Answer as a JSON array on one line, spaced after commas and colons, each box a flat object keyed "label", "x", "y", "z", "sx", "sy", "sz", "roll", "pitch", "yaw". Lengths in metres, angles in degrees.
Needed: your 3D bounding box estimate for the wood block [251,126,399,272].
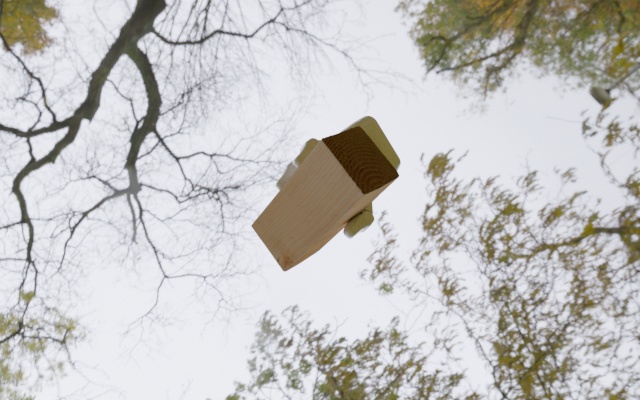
[{"label": "wood block", "x": 0.000, "y": 0.002, "z": 0.673, "sx": 0.090, "sy": 0.091, "sz": 0.206, "roll": -26, "pitch": -16, "yaw": -47}]
